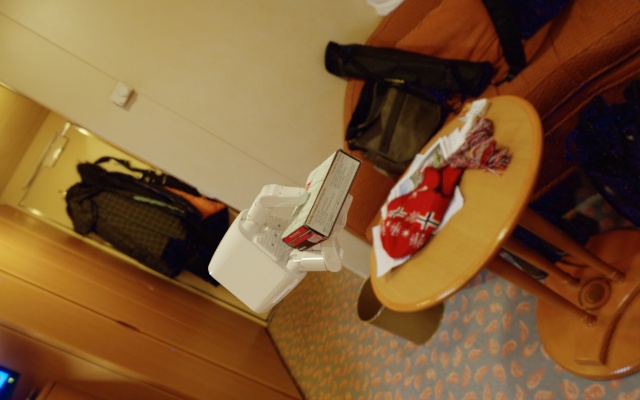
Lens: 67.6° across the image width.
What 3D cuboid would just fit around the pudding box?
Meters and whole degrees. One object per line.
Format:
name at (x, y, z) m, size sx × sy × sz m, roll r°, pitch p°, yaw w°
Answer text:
pudding box at (0.000, 0.002, 0.591) m, size 0.039 × 0.113 × 0.090 m, roll 28°, pitch -23°, yaw -14°
